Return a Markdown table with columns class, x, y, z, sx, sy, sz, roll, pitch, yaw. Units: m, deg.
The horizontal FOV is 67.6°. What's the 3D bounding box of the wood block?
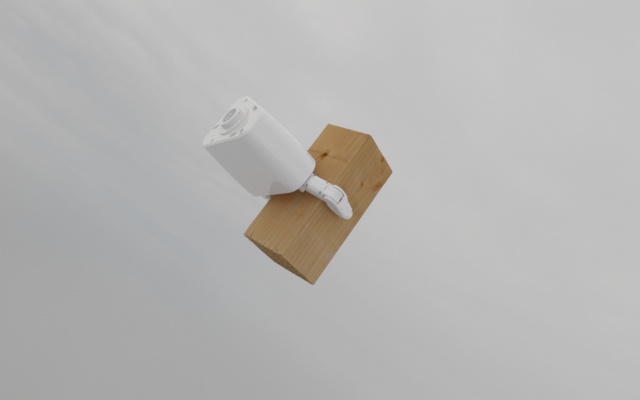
| class | x | y | z | sx | sy | sz | roll | pitch | yaw |
| --- | --- | --- | --- | --- | --- | --- | --- | --- | --- |
| wood block | 0.000 | 0.002 | 0.684 | 0.091 | 0.206 | 0.090 | 23 | -19 | 42 |
